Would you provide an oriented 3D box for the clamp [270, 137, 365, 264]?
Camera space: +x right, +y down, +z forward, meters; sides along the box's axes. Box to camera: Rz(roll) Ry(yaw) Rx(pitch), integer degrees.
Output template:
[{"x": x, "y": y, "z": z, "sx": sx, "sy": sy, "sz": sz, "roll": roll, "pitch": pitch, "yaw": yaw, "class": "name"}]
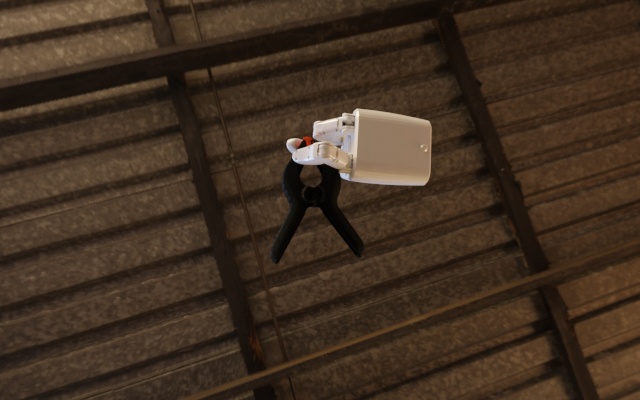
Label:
[{"x": 0.000, "y": 0.002, "z": 0.629, "sx": 0.120, "sy": 0.171, "sz": 0.039, "roll": 6, "pitch": -12, "yaw": -8, "class": "clamp"}]
